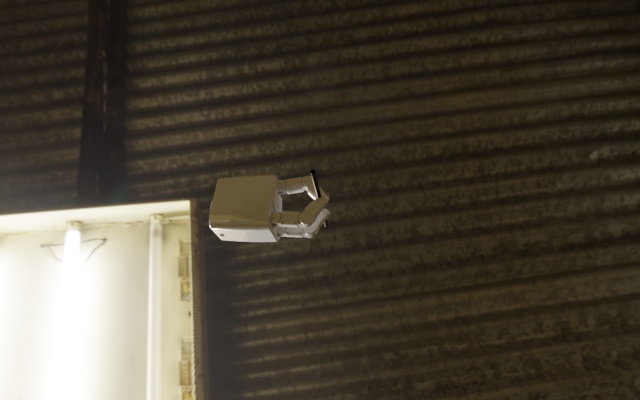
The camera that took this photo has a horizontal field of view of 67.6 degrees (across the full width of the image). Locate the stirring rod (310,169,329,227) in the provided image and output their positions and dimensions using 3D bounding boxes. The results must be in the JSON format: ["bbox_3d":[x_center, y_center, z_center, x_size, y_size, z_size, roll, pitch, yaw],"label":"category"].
[{"bbox_3d":[0.000,0.003,0.825,0.011,0.011,0.240,0,-22,6],"label":"stirring rod"}]
